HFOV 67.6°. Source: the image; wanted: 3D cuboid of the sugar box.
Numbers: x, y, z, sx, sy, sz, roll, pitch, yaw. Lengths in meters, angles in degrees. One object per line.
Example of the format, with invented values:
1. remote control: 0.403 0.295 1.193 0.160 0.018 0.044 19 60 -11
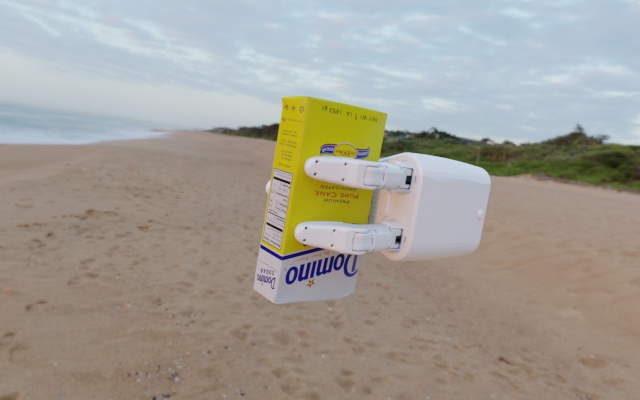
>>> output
1. sugar box: 0.001 0.001 0.427 0.093 0.176 0.048 2 9 -37
